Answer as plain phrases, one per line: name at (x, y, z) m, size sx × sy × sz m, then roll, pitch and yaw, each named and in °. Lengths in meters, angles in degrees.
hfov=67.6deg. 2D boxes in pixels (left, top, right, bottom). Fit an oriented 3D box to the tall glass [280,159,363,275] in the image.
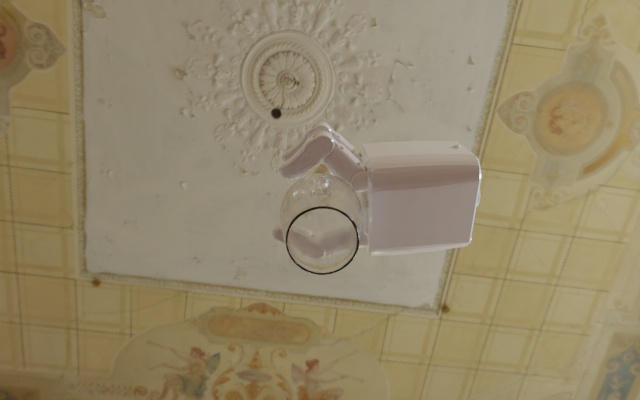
tall glass at (0.000, 0.001, 0.487) m, size 0.079 × 0.079 × 0.201 m, roll 0°, pitch 19°, yaw -1°
